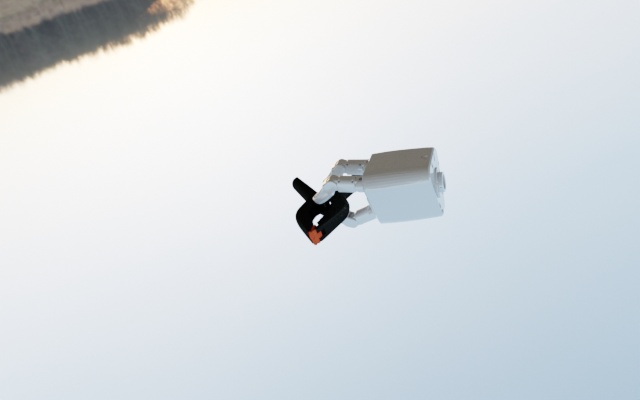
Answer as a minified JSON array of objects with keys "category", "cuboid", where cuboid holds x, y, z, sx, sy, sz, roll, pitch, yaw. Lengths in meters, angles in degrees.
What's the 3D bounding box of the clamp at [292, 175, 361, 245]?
[{"category":"clamp","cuboid":[0.000,0.004,0.835,0.164,0.036,0.209,-7,32,25]}]
